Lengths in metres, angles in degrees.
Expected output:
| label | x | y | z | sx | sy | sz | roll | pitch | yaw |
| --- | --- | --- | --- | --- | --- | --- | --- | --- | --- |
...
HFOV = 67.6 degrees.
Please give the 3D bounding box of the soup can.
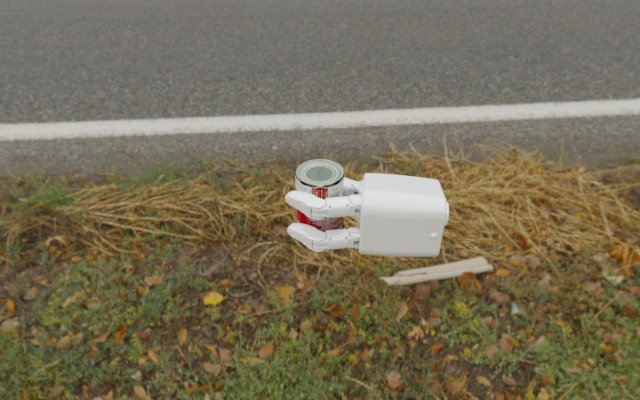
| label | x | y | z | sx | sy | sz | roll | pitch | yaw |
| --- | --- | --- | --- | --- | --- | --- | --- | --- | --- |
| soup can | 0.000 | 0.002 | 0.667 | 0.068 | 0.102 | 0.068 | -1 | 37 | 0 |
